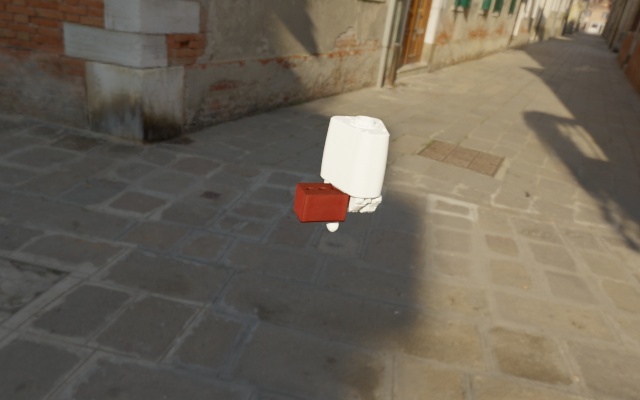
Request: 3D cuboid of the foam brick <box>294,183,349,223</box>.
[{"bbox_3d":[0.000,0.003,0.794,0.078,0.051,0.053,-1,26,-20],"label":"foam brick"}]
